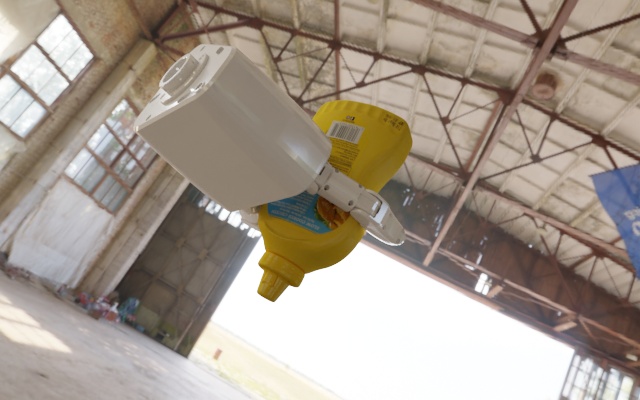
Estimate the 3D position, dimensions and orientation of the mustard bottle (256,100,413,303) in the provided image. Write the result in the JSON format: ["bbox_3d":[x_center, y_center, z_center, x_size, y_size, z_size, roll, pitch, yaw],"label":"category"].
[{"bbox_3d":[0.000,0.001,0.421,0.096,0.191,0.058,20,-22,28],"label":"mustard bottle"}]
